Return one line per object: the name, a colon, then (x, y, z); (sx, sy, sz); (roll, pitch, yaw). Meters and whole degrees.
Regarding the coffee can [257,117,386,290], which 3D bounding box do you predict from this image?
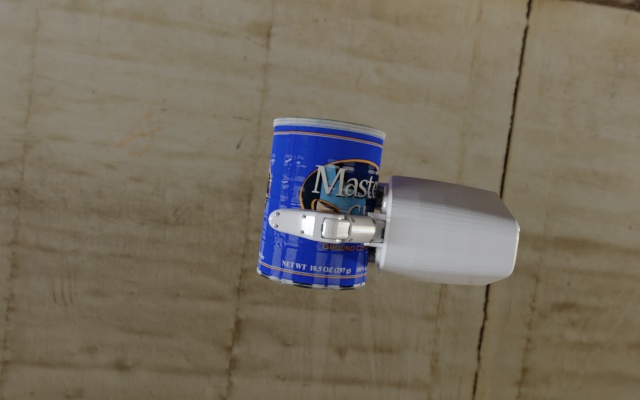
coffee can: (0.000, 0.001, 0.441); (0.103, 0.140, 0.103); (7, 2, 0)
